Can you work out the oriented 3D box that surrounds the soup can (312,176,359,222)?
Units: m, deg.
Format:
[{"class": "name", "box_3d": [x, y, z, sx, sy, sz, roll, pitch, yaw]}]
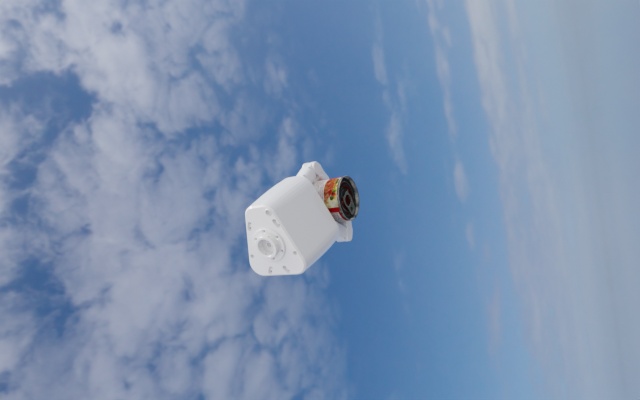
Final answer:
[{"class": "soup can", "box_3d": [0.000, 0.002, 0.742, 0.102, 0.068, 0.068, -8, -4, 30]}]
